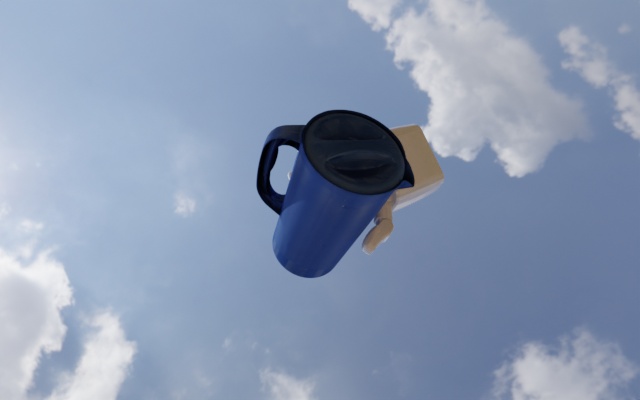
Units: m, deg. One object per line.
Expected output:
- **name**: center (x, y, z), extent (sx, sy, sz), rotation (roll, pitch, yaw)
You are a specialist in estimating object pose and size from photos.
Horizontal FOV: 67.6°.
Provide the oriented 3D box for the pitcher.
- **pitcher**: center (0.000, 0.002, 0.647), extent (0.145, 0.149, 0.243), rotation (-22, -25, -33)
